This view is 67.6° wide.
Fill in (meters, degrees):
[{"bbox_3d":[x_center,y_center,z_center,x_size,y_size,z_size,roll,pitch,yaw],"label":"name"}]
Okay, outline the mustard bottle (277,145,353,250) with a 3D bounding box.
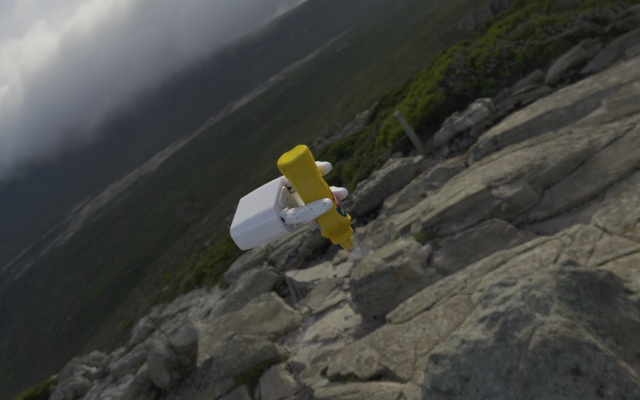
[{"bbox_3d":[0.000,0.002,0.799,0.058,0.192,0.096,-31,16,3],"label":"mustard bottle"}]
